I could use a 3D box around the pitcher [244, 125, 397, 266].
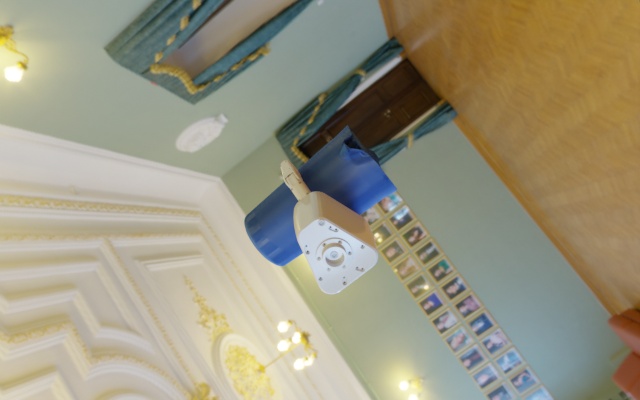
[{"bbox_3d":[0.000,0.003,0.803,0.243,0.149,0.145,-38,19,8],"label":"pitcher"}]
